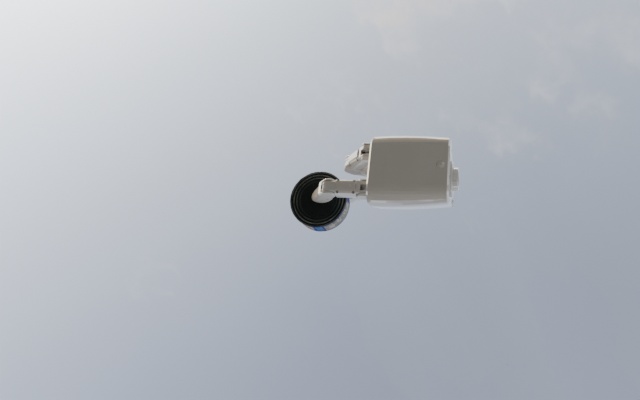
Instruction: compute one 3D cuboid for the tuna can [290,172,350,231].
[{"bbox_3d":[0.000,0.003,0.716,0.086,0.086,0.034,0,-18,15],"label":"tuna can"}]
